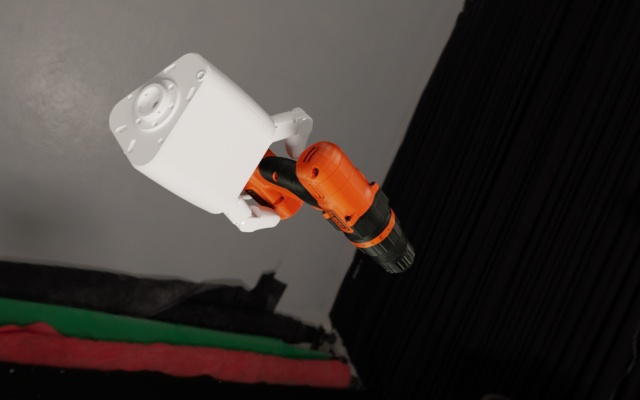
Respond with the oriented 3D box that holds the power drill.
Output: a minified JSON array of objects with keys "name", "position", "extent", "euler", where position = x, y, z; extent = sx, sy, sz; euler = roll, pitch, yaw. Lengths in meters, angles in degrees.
[{"name":"power drill","position":[0.000,0.001,0.519],"extent":[0.187,0.057,0.184],"euler":[14,-28,49]}]
